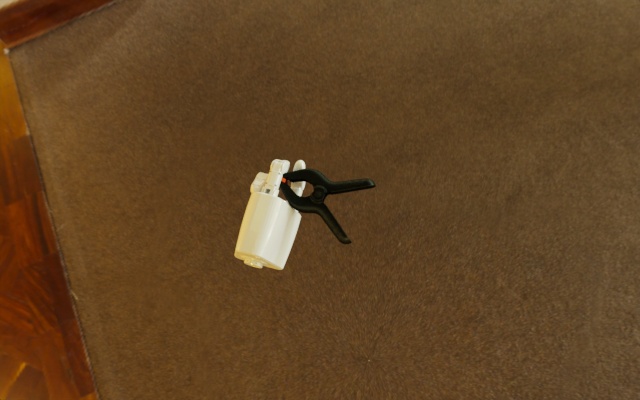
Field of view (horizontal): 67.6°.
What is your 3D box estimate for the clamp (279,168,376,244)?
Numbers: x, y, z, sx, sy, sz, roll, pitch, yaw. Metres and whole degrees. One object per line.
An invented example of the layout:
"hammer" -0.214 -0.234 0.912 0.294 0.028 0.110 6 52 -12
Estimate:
"clamp" 0.000 0.002 0.829 0.171 0.120 0.039 14 -15 10
